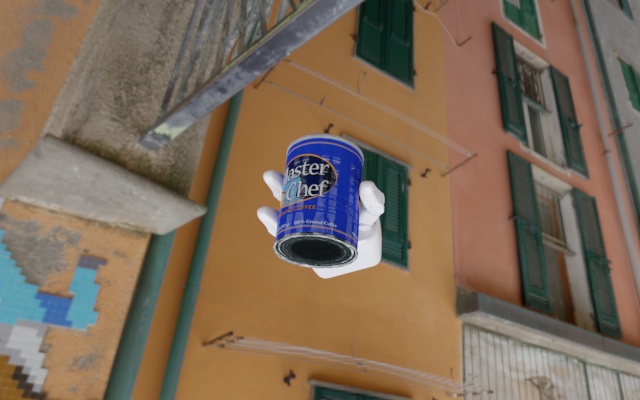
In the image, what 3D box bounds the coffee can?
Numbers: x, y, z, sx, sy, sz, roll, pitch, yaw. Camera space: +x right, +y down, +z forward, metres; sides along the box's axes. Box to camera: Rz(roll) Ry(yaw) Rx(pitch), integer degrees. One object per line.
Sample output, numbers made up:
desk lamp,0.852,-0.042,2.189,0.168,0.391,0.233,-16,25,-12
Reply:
coffee can,0.000,0.002,0.603,0.103,0.140,0.103,4,-29,2
